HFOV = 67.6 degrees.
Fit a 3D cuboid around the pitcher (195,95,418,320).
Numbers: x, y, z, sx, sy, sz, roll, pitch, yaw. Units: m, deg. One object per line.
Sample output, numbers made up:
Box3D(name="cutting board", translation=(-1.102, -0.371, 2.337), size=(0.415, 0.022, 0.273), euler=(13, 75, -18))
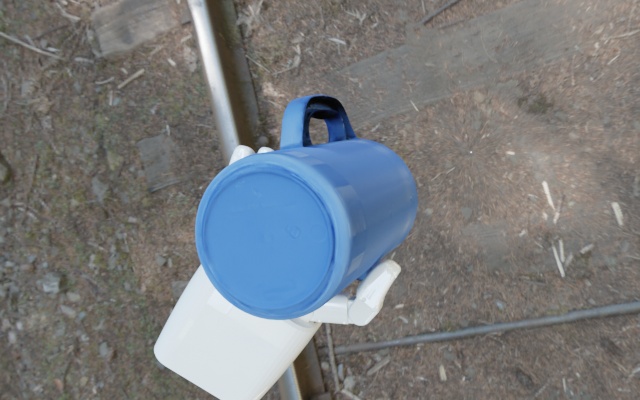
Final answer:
Box3D(name="pitcher", translation=(0.000, 0.002, 0.406), size=(0.149, 0.145, 0.243), euler=(38, 15, 11))
